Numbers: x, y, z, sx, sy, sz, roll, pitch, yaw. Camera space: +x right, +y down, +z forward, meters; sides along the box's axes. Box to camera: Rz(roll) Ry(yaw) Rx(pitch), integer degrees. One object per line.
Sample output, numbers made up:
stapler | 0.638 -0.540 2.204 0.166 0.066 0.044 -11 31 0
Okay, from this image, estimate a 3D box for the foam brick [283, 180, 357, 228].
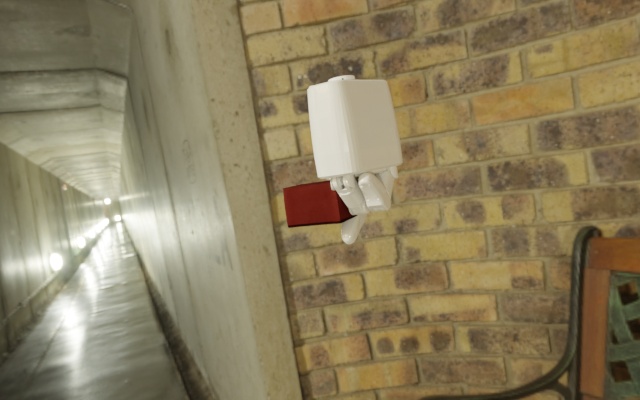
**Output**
foam brick | 0.000 0.002 0.603 0.078 0.051 0.053 -7 6 29
